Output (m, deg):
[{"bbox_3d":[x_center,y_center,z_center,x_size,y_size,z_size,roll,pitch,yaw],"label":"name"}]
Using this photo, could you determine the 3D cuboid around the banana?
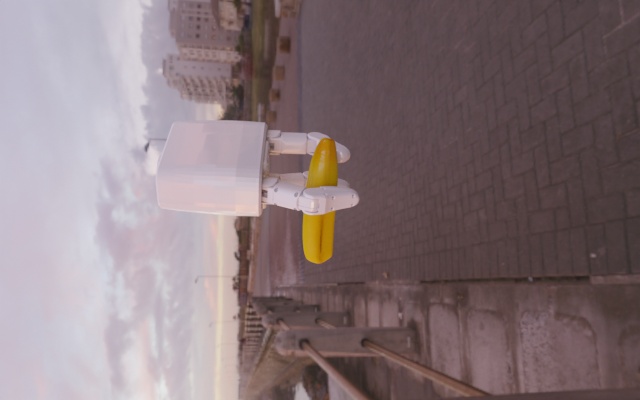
[{"bbox_3d":[-0.001,0.018,0.552,0.037,0.069,0.198,3,-39,1],"label":"banana"}]
